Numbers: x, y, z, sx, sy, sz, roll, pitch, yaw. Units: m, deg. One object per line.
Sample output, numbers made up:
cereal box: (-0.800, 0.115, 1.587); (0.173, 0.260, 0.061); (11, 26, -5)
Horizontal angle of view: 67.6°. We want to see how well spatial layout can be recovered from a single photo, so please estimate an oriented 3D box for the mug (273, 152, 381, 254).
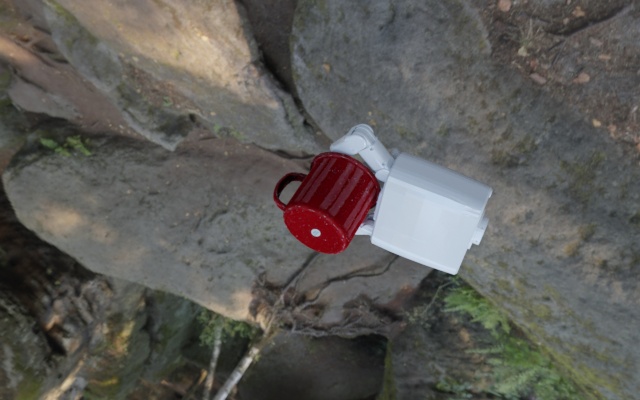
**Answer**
mug: (-0.001, 0.001, 0.544); (0.117, 0.081, 0.093); (22, -35, 17)
